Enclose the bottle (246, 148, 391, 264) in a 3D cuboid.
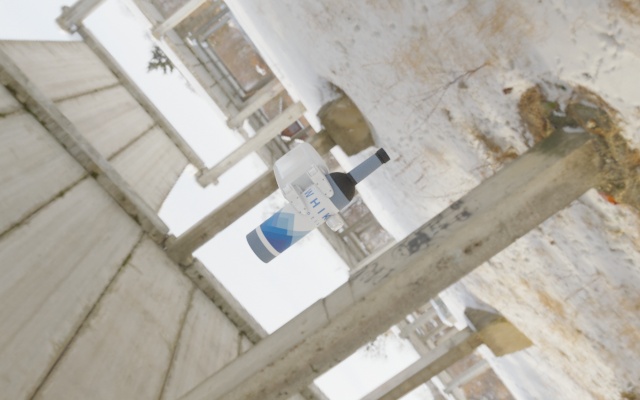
[{"bbox_3d":[0.000,0.003,0.868,0.296,0.069,0.069,-37,-4,5],"label":"bottle"}]
